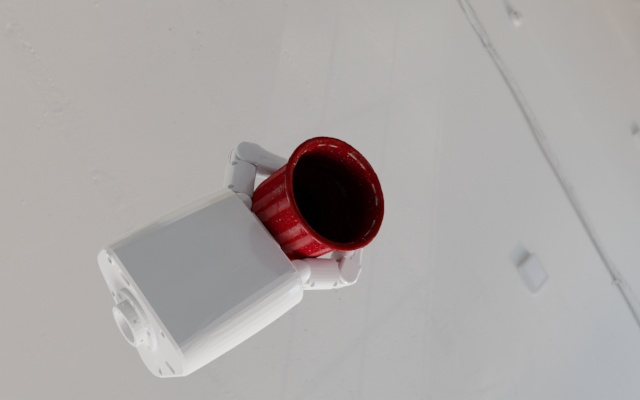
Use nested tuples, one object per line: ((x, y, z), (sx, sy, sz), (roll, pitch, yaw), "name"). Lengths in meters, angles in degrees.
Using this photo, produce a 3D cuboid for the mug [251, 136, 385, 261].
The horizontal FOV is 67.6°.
((0.001, 0.001, 0.405), (0.117, 0.093, 0.081), (-27, -1, -39), "mug")
